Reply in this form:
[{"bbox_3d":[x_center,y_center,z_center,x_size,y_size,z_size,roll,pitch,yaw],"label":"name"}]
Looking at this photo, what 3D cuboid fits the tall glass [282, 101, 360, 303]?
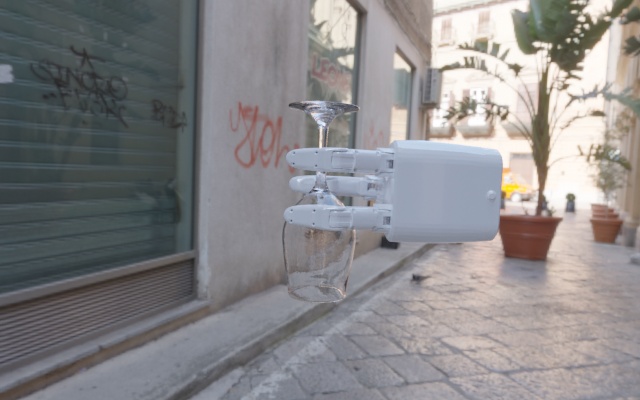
[{"bbox_3d":[0.000,0.001,0.503,0.079,0.201,0.079,3,4,0],"label":"tall glass"}]
